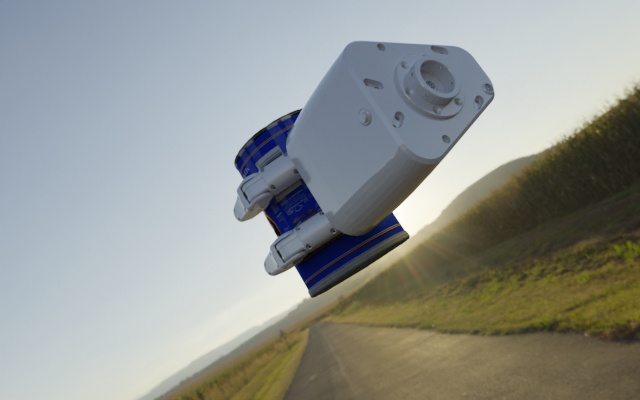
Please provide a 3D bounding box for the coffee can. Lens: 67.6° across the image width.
[{"bbox_3d":[0.000,0.002,0.435,0.103,0.140,0.103,-30,-12,-7],"label":"coffee can"}]
